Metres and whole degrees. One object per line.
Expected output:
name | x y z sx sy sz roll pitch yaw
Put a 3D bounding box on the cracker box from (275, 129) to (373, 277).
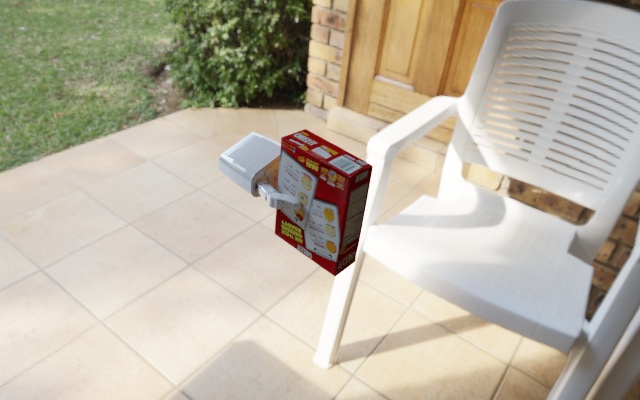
cracker box | 0.000 0.003 0.856 0.164 0.214 0.072 32 42 32
